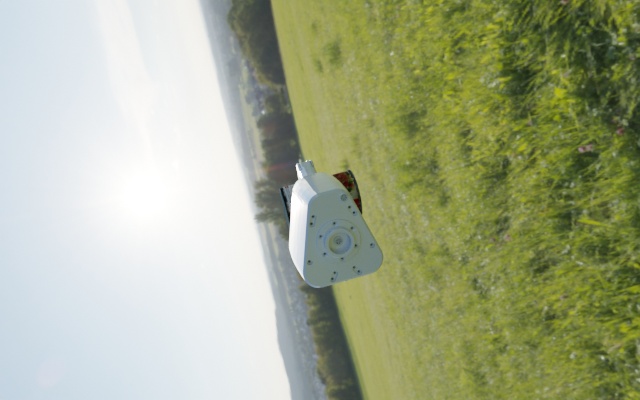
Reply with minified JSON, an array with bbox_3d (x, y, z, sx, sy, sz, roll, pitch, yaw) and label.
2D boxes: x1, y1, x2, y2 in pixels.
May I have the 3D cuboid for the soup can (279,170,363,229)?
[{"bbox_3d":[0.000,0.002,0.667,0.102,0.068,0.068,-15,2,-7],"label":"soup can"}]
